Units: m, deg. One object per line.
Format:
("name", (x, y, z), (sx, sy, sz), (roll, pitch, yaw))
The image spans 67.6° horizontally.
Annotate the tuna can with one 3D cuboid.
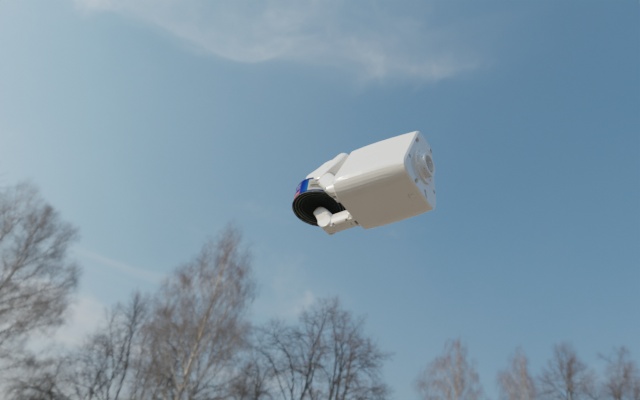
("tuna can", (0.000, 0.002, 0.751), (0.086, 0.033, 0.086), (6, -40, 5))
